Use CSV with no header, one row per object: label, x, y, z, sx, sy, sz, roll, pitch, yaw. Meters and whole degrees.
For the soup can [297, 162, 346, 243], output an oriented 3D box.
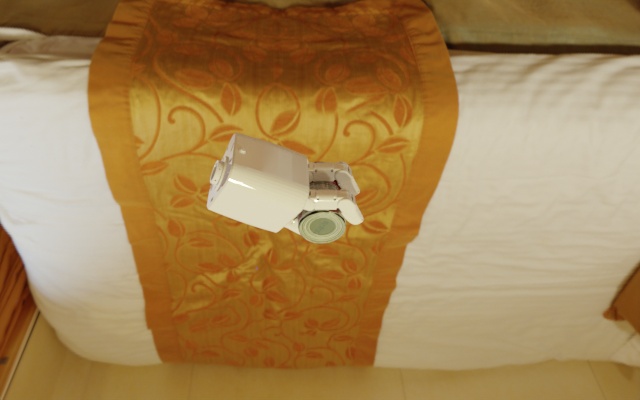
soup can,0.001,0.003,0.689,0.068,0.102,0.069,-2,-44,-2
